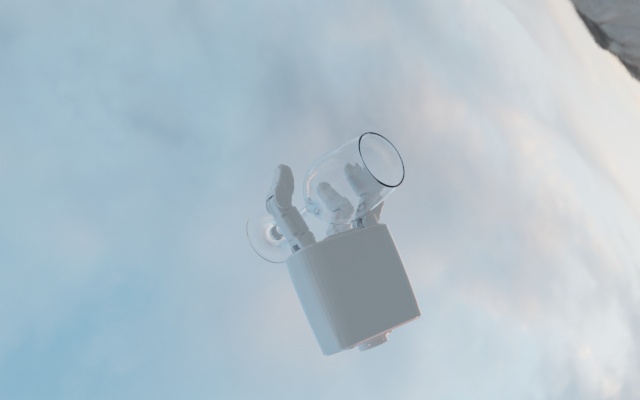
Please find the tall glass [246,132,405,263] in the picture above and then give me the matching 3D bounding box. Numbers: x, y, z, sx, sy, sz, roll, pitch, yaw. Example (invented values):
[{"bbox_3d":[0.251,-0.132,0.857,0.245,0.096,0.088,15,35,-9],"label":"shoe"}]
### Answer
[{"bbox_3d":[0.000,0.002,0.530,0.079,0.079,0.201,0,-25,-42],"label":"tall glass"}]
